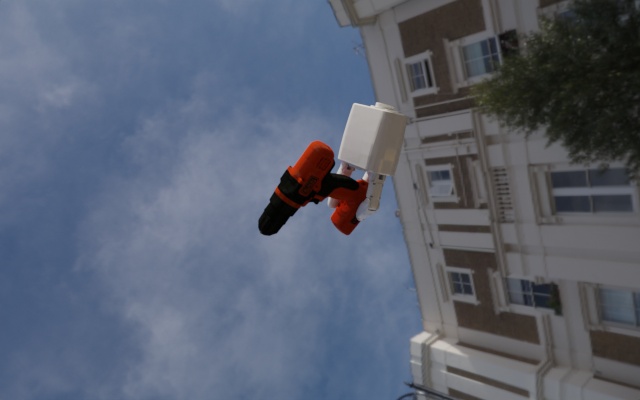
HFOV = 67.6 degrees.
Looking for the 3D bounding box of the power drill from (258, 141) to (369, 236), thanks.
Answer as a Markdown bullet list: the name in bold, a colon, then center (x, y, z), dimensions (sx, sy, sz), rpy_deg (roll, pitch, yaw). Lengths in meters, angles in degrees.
- **power drill**: center (0.001, 0.003, 0.834), dimensions (0.188, 0.184, 0.057), rpy_deg (23, 20, -47)
